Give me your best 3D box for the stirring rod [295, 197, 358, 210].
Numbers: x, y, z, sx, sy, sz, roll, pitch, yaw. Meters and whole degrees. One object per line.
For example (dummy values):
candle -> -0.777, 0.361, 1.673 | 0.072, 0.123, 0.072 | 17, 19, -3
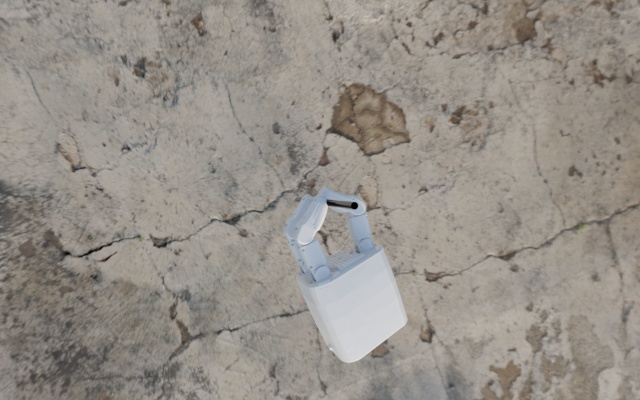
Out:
stirring rod -> 0.000, 0.002, 0.589 | 0.011, 0.011, 0.239 | 0, 2, -16
